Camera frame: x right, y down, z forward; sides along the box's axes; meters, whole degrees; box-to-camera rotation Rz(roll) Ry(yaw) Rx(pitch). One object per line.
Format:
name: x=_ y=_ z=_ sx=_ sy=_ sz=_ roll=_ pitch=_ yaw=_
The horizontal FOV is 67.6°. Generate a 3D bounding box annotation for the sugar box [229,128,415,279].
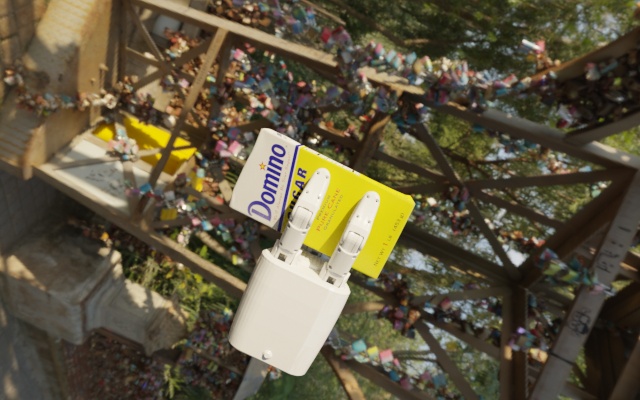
sugar box: x=0.000 y=0.002 z=0.508 sx=0.176 sy=0.093 sz=0.048 roll=25 pitch=9 yaw=-1
